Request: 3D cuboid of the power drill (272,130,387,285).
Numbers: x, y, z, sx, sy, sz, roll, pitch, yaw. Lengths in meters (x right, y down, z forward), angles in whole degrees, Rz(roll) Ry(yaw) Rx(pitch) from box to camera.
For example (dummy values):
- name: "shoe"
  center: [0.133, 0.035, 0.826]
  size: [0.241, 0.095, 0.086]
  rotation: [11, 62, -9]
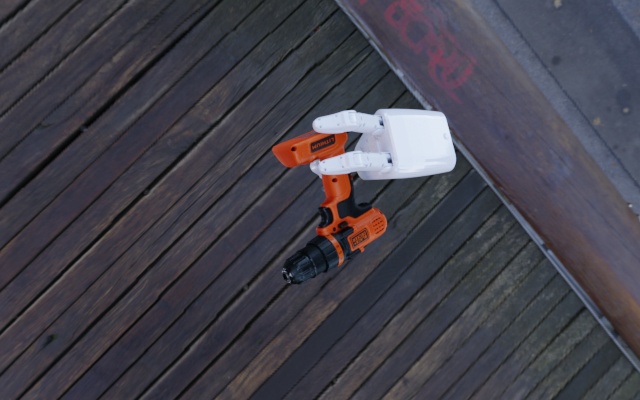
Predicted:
- name: "power drill"
  center: [0.000, 0.002, 0.659]
  size: [0.184, 0.188, 0.057]
  rotation: [-29, 19, -34]
